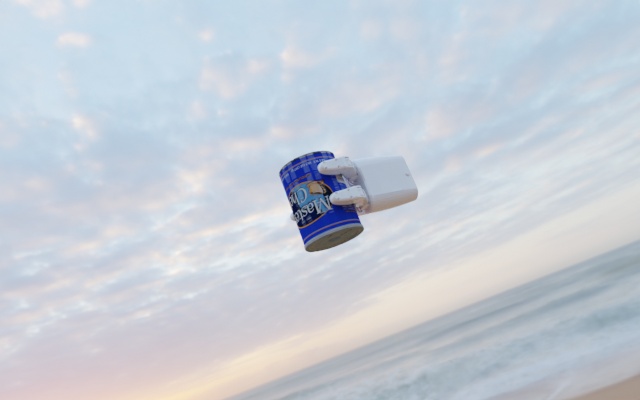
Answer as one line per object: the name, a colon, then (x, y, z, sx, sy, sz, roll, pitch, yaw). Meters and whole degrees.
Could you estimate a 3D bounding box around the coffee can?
coffee can: (0.000, 0.003, 0.799, 0.103, 0.140, 0.103, -19, -17, -6)
